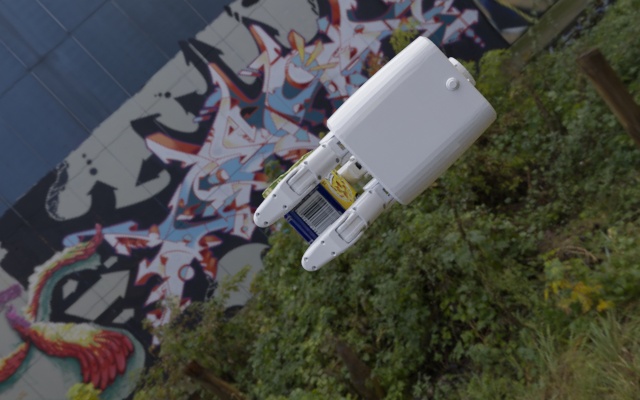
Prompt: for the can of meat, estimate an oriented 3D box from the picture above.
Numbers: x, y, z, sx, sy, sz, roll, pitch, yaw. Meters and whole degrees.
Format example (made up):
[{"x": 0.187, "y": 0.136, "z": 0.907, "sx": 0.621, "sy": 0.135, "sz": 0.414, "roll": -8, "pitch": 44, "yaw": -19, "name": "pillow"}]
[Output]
[{"x": 0.000, "y": 0.001, "z": 0.455, "sx": 0.057, "sy": 0.084, "sz": 0.102, "roll": -43, "pitch": 2, "yaw": 15, "name": "can of meat"}]
